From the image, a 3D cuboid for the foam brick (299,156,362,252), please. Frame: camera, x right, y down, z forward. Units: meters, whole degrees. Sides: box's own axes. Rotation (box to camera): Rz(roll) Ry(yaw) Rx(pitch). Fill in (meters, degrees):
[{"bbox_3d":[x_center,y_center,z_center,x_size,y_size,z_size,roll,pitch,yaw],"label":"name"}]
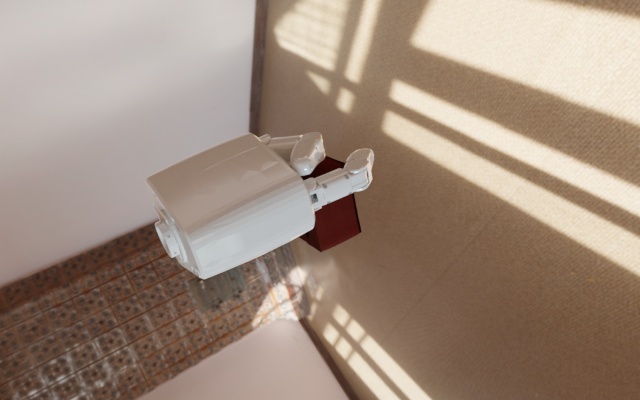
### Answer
[{"bbox_3d":[0.000,0.002,0.474,0.051,0.078,0.053,-27,30,-25],"label":"foam brick"}]
